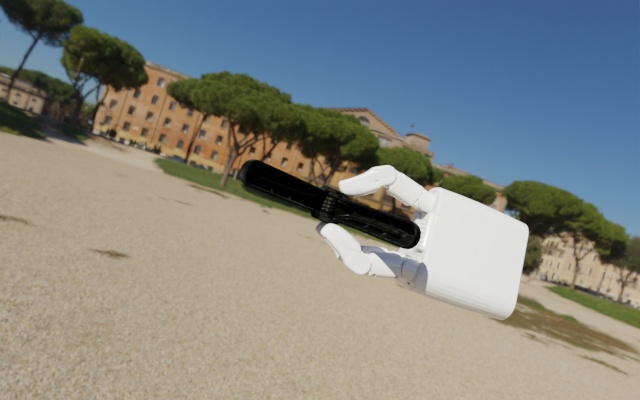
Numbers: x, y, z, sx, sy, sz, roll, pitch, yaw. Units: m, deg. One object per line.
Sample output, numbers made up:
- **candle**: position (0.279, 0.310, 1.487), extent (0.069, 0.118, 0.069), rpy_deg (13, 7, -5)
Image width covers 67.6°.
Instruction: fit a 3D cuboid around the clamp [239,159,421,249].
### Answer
- **clamp**: position (0.001, 0.001, 0.494), extent (0.164, 0.036, 0.210), rpy_deg (23, -1, -6)
